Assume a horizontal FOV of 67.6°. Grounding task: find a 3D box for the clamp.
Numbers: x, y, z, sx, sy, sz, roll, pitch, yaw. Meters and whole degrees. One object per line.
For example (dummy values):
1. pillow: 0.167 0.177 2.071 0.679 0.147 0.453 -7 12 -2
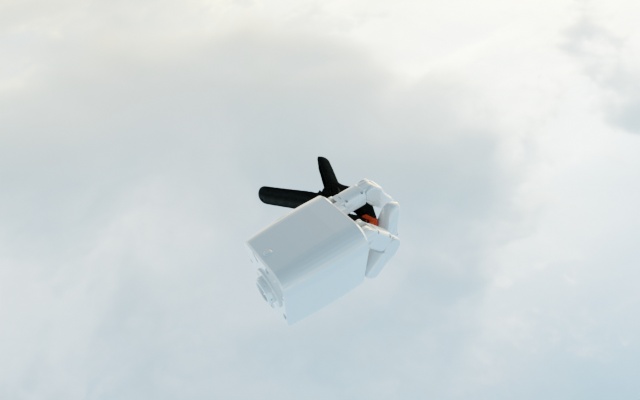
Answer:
1. clamp: 0.000 0.003 0.625 0.120 0.039 0.171 -29 41 -19
